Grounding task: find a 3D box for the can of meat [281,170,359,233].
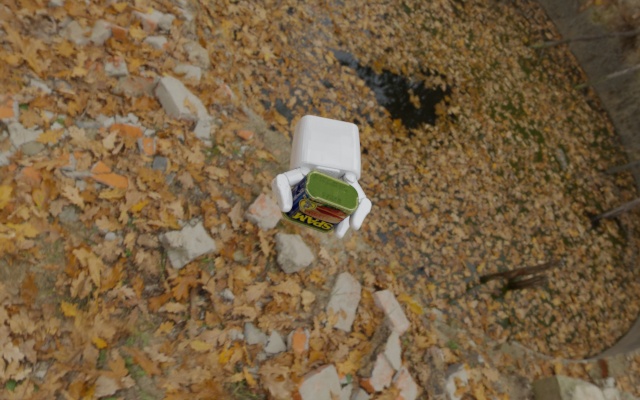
[{"bbox_3d":[0.000,0.002,0.769,0.102,0.057,0.084,20,-35,-23],"label":"can of meat"}]
